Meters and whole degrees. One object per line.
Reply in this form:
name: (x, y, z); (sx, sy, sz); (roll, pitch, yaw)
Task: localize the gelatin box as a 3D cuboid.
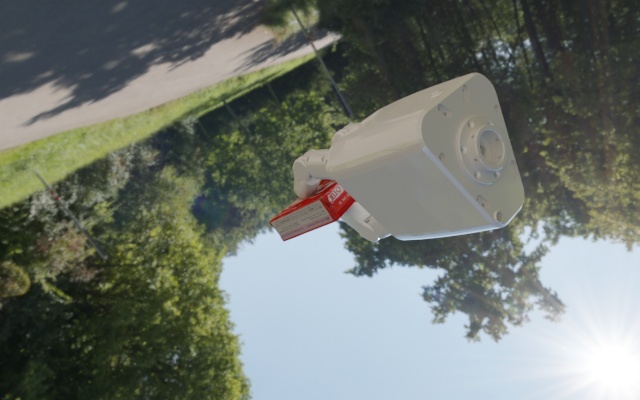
gelatin box: (0.000, 0.002, 0.488); (0.089, 0.030, 0.073); (-26, 13, 47)
